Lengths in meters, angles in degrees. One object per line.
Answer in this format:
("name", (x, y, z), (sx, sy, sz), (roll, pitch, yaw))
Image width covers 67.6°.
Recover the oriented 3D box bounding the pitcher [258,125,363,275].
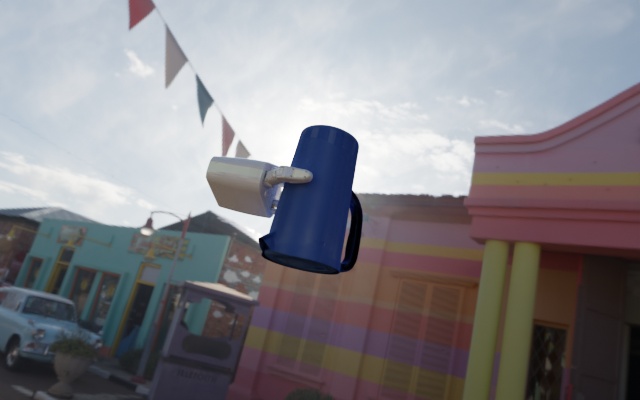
("pitcher", (0.000, 0.003, 0.822), (0.145, 0.242, 0.149), (9, -17, 15))
